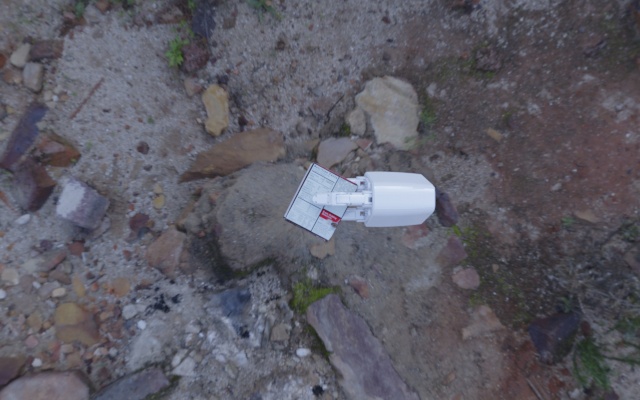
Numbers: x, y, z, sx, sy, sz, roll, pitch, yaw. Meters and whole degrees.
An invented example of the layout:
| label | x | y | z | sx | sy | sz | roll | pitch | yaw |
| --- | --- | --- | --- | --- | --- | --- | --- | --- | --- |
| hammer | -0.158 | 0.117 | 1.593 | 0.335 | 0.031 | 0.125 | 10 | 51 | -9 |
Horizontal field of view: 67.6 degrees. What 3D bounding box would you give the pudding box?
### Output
| label | x | y | z | sx | sy | sz | roll | pitch | yaw |
| --- | --- | --- | --- | --- | --- | --- | --- | --- | --- |
| pudding box | 0.000 | 0.003 | 0.823 | 0.090 | 0.113 | 0.039 | 28 | -3 | -5 |
